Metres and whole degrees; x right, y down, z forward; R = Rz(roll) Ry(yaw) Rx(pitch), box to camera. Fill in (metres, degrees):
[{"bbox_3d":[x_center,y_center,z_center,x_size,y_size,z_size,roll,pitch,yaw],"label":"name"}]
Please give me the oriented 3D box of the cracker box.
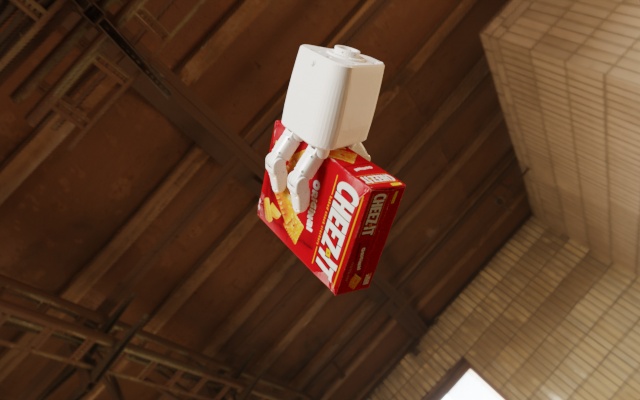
[{"bbox_3d":[0.000,0.002,0.672,0.072,0.164,0.213,-7,34,-38],"label":"cracker box"}]
